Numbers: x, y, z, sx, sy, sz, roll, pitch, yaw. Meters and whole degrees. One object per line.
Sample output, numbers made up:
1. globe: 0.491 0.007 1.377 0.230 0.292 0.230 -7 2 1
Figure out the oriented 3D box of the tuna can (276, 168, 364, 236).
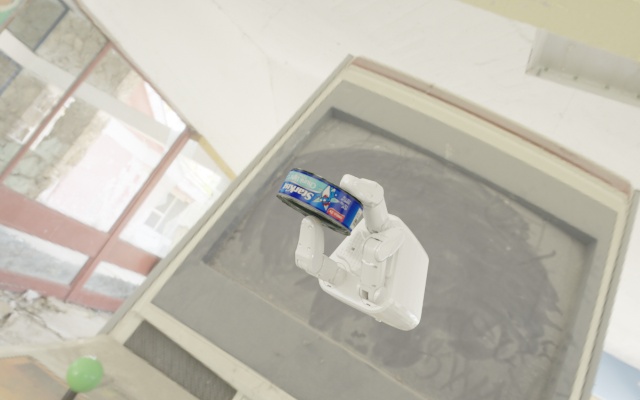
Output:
1. tuna can: 0.000 0.001 0.485 0.086 0.033 0.086 28 -8 4
